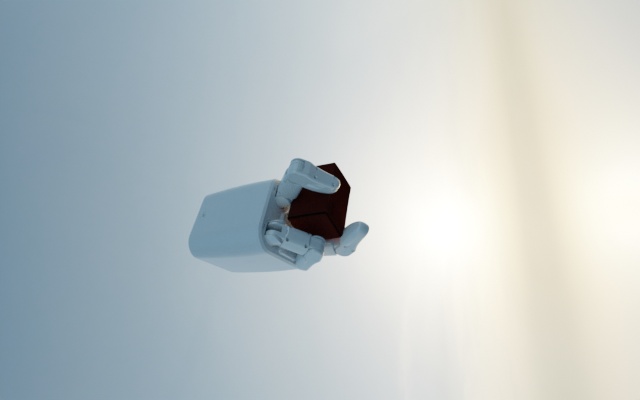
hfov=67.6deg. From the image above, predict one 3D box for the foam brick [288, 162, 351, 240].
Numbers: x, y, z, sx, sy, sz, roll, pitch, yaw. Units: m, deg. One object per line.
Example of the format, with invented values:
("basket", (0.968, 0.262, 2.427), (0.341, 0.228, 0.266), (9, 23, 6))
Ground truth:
("foam brick", (0.000, 0.002, 0.575), (0.051, 0.078, 0.053), (-9, -42, 25))
